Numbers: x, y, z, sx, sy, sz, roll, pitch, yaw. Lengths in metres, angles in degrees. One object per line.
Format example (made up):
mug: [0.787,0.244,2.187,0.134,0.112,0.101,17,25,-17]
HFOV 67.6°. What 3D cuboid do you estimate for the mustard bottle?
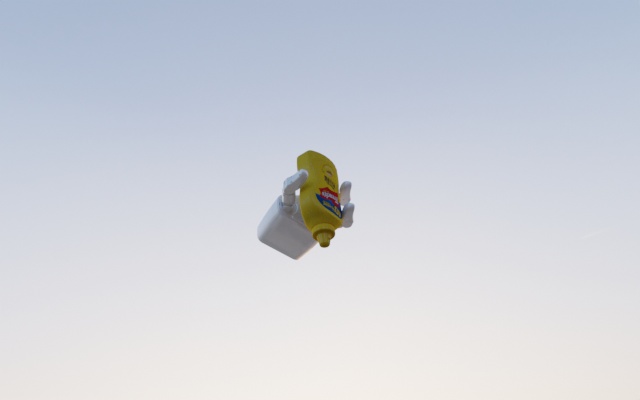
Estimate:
mustard bottle: [0.000,0.002,0.876,0.058,0.191,0.096,-27,-43,26]
